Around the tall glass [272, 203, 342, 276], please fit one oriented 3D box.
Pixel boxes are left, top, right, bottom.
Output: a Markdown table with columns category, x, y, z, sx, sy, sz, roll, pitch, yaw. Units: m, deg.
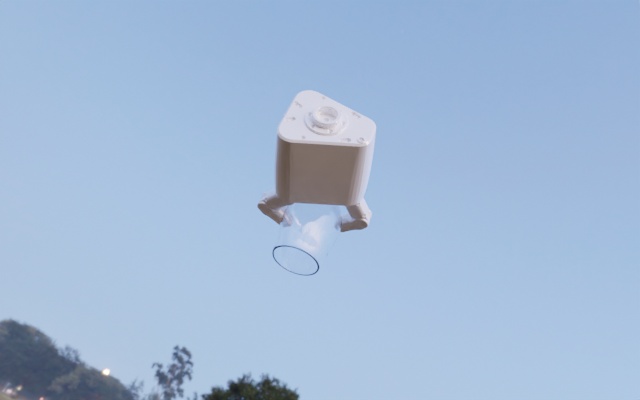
| category | x | y | z | sx | sy | sz | roll | pitch | yaw |
| --- | --- | --- | --- | --- | --- | --- | --- | --- | --- |
| tall glass | 0.000 | 0.002 | 0.649 | 0.079 | 0.201 | 0.079 | 14 | -38 | 11 |
